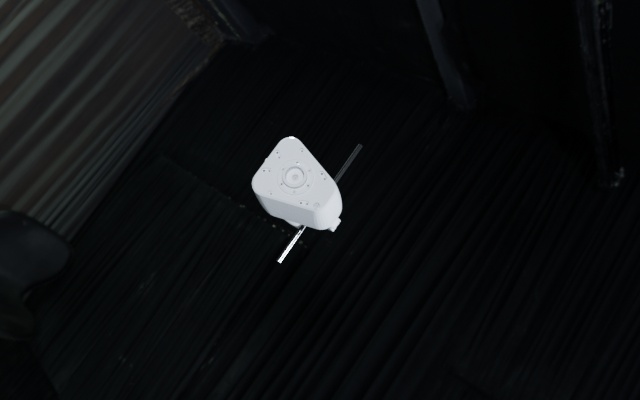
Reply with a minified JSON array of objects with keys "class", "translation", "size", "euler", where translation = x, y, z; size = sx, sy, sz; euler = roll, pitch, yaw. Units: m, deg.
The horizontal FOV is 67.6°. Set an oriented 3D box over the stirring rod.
[{"class":"stirring rod","translation":[0.000,0.003,0.796],"size":[0.011,0.239,0.011],"euler":[34,-9,7]}]
